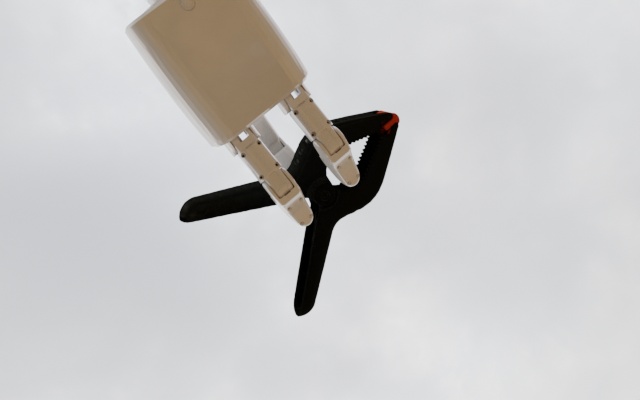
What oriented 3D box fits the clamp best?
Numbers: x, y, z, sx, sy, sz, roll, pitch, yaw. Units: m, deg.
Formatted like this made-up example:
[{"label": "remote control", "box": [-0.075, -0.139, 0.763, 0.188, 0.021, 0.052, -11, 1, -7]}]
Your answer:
[{"label": "clamp", "box": [0.000, 0.001, 0.449, 0.210, 0.165, 0.036, -41, 28, -8]}]
